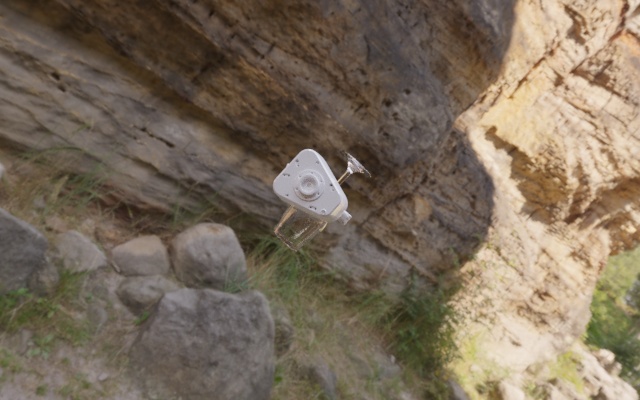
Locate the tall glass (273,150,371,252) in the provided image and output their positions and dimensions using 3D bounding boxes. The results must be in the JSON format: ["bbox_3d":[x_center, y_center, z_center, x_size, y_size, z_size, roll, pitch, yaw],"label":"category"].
[{"bbox_3d":[0.001,0.002,0.899,0.079,0.201,0.079,43,1,-1],"label":"tall glass"}]
